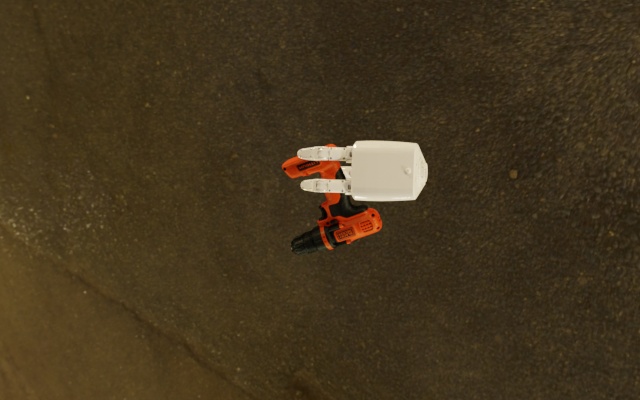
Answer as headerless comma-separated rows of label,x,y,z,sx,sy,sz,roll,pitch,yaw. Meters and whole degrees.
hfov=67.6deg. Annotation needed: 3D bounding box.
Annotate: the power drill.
power drill,0.000,0.002,0.892,0.184,0.188,0.057,-20,15,15
